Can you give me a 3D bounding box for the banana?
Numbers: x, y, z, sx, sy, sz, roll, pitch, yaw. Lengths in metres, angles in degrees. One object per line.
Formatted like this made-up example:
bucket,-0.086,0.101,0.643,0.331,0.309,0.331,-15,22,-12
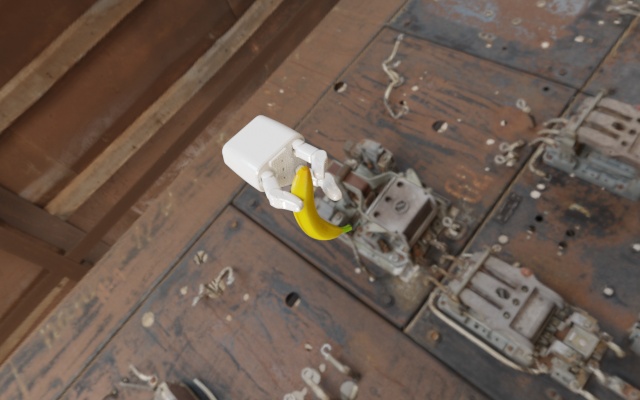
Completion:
banana,-0.011,0.018,0.800,0.037,0.069,0.198,36,-11,38
